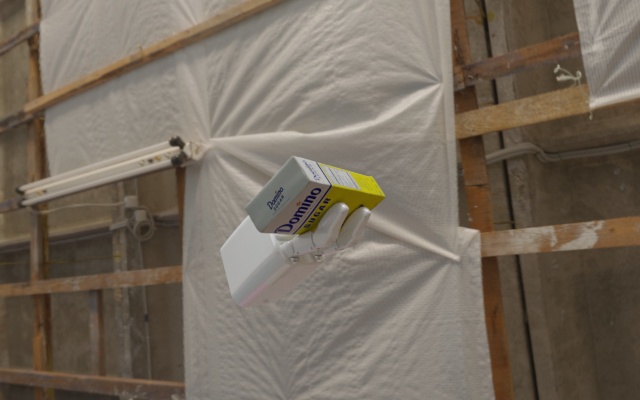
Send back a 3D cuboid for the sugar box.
[{"bbox_3d":[0.000,0.002,0.597,0.093,0.048,0.176,-45,-25,24],"label":"sugar box"}]
